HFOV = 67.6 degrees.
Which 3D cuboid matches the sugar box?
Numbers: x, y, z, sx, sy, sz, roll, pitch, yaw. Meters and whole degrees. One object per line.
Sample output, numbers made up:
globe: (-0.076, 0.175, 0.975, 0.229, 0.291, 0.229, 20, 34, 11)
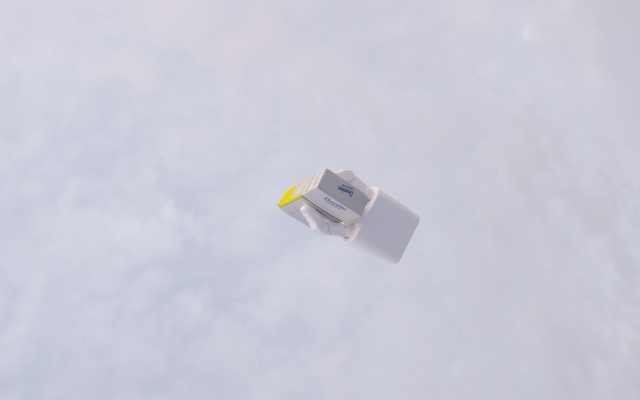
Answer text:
sugar box: (0.000, 0.002, 0.841, 0.093, 0.048, 0.176, 33, -26, -17)
